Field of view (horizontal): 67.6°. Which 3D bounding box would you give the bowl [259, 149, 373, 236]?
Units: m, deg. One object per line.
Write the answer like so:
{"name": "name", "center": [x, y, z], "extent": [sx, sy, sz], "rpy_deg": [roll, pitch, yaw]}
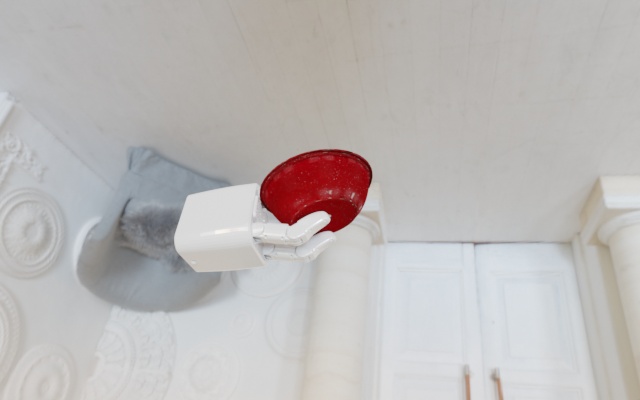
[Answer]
{"name": "bowl", "center": [0.001, 0.002, 0.653], "extent": [0.162, 0.055, 0.162], "rpy_deg": [-10, -34, -7]}
